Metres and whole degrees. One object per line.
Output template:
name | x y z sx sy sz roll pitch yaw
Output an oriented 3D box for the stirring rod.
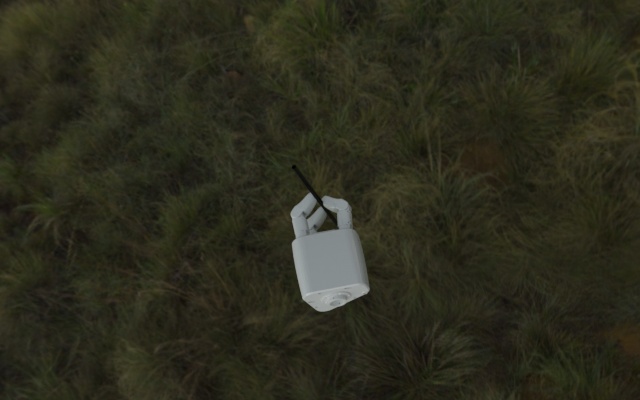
stirring rod | 0.000 0.003 0.870 0.011 0.011 0.240 0 -28 24
